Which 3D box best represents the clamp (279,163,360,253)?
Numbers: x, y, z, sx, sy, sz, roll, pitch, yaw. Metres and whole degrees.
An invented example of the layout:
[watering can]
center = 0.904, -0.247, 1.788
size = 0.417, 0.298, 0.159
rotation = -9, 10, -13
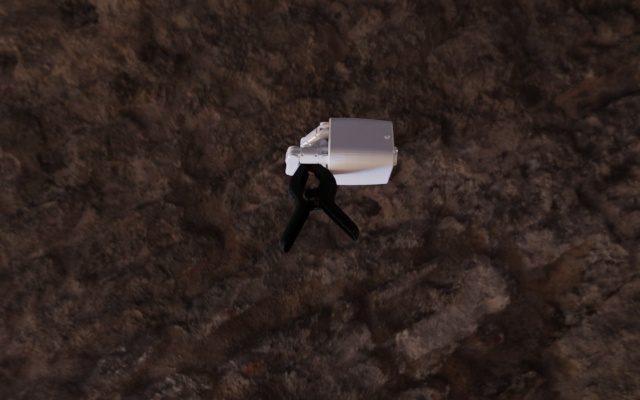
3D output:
[clamp]
center = 0.000, 0.003, 0.748
size = 0.120, 0.171, 0.039
rotation = 0, -31, 3
